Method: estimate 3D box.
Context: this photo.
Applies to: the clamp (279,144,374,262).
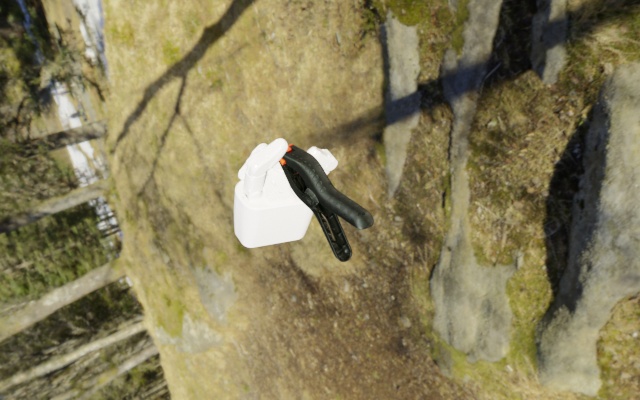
[{"bbox_3d":[0.000,0.002,0.626,0.039,0.171,0.120,-24,-29,-29],"label":"clamp"}]
